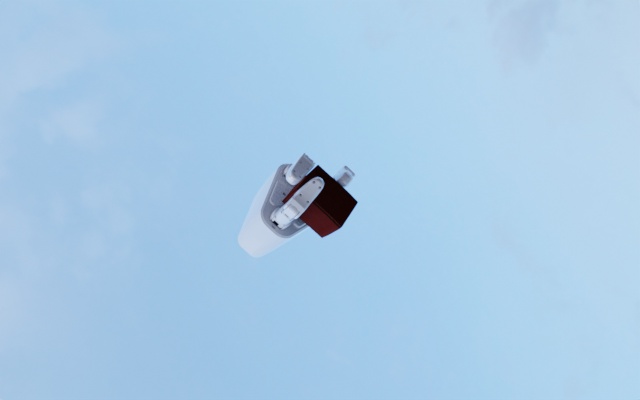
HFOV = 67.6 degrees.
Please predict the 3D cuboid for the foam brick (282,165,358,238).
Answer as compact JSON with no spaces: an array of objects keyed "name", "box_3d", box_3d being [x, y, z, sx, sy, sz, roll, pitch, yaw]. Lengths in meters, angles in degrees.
[{"name":"foam brick","box_3d":[0.000,0.002,0.644,0.053,0.078,0.051,-51,7,-36]}]
